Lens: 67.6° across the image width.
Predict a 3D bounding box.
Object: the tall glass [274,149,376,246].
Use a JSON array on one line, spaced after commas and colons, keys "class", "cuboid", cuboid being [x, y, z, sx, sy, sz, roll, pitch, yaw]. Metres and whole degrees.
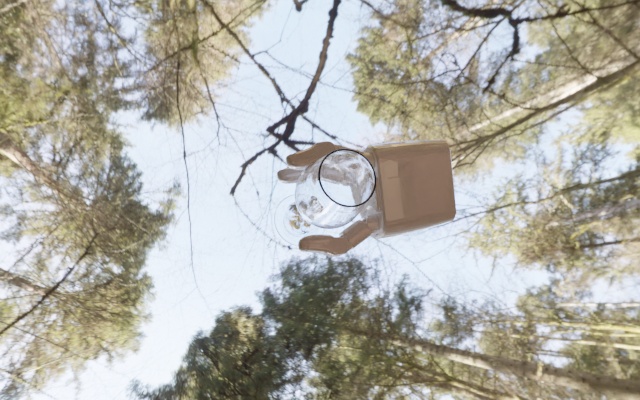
[{"class": "tall glass", "cuboid": [0.000, 0.002, 0.568, 0.079, 0.079, 0.201, 0, -14, -16]}]
